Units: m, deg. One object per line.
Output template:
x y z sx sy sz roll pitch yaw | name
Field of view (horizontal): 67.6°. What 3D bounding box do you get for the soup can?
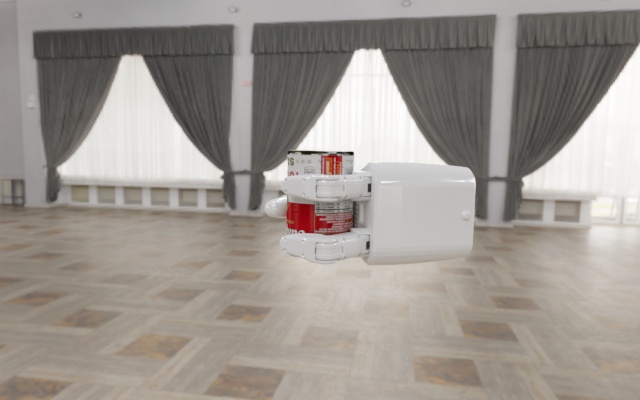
0.000 0.001 0.474 0.068 0.102 0.068 1 6 0 | soup can
